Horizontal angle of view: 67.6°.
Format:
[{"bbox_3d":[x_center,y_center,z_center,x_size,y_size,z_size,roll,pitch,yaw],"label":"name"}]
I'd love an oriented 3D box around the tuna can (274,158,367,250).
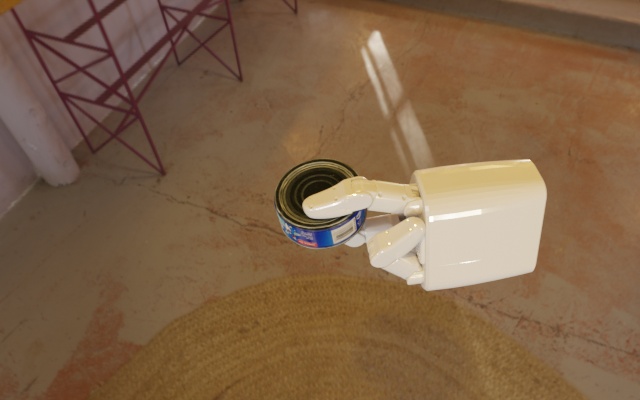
[{"bbox_3d":[0.000,0.001,0.449,0.086,0.086,0.034,0,-37,10],"label":"tuna can"}]
